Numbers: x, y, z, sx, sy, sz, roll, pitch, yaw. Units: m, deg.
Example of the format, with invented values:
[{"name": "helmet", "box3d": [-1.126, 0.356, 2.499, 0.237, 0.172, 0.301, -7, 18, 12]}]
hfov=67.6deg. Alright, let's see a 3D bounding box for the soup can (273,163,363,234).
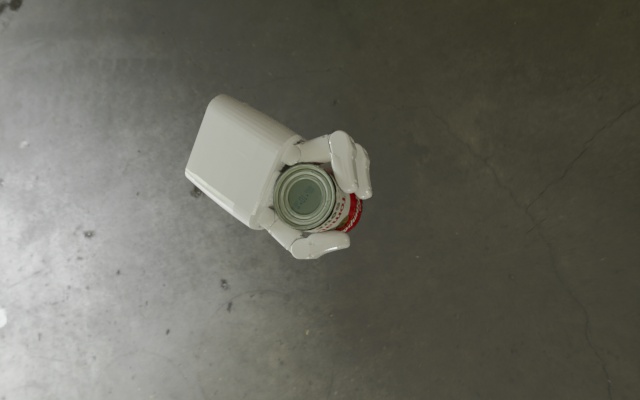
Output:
[{"name": "soup can", "box3d": [0.000, 0.002, 0.504, 0.068, 0.068, 0.102, 0, -7, 19]}]
